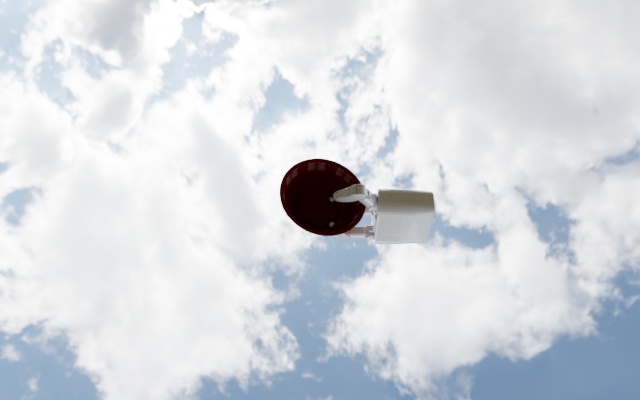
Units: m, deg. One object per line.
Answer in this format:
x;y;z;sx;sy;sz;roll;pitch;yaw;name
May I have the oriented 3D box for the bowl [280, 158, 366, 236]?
-0.001;0.003;0.887;0.162;0.162;0.055;0;-28;-15;bowl
